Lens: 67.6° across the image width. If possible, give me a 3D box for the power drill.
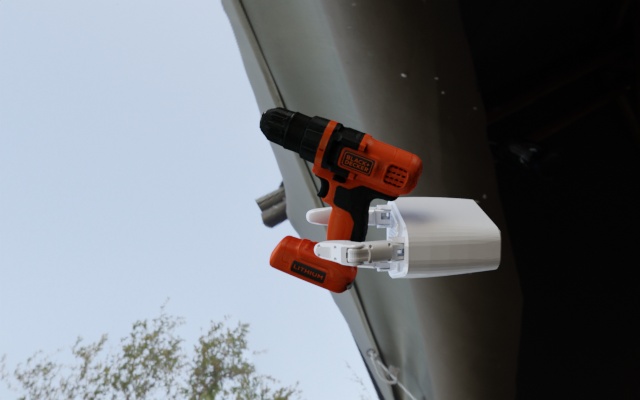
[{"bbox_3d":[0.000,0.002,0.545,0.184,0.188,0.057,22,26,7],"label":"power drill"}]
